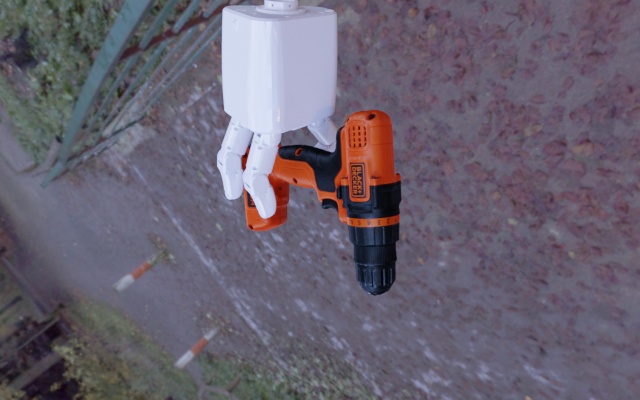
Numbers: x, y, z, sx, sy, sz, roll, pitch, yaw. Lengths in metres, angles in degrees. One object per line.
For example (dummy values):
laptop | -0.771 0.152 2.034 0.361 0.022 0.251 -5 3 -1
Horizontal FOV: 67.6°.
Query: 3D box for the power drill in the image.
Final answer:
power drill | 0.000 0.001 0.517 0.187 0.184 0.057 2 7 37
